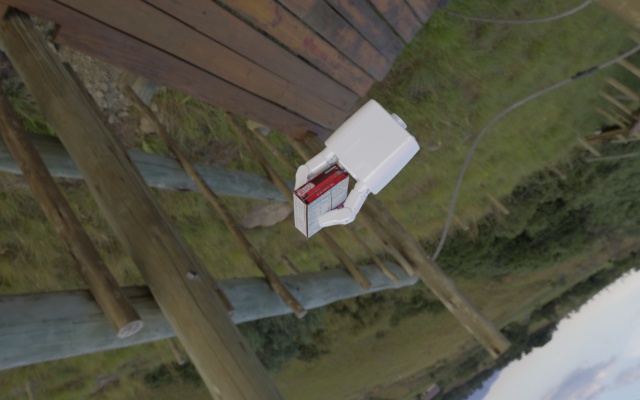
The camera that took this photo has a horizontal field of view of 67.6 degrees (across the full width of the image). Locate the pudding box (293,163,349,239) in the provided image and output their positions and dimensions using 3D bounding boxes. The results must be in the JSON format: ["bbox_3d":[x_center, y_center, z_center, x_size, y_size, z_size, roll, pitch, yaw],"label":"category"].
[{"bbox_3d":[0.000,0.003,0.783,0.090,0.039,0.114,-34,-28,-21],"label":"pudding box"}]
